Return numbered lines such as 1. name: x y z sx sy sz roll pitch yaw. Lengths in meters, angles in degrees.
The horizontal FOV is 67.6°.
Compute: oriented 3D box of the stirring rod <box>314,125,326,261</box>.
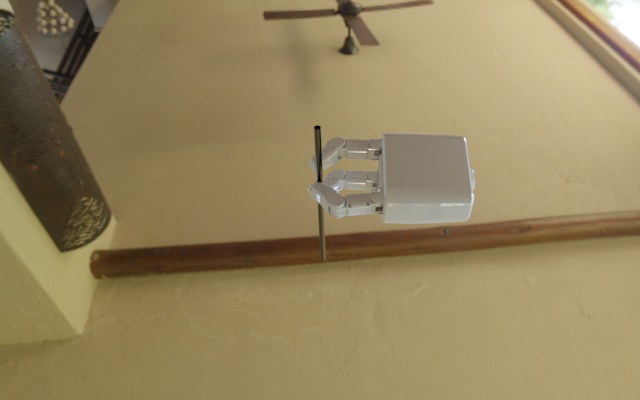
1. stirring rod: 0.000 0.002 0.631 0.011 0.240 0.011 -1 45 1
